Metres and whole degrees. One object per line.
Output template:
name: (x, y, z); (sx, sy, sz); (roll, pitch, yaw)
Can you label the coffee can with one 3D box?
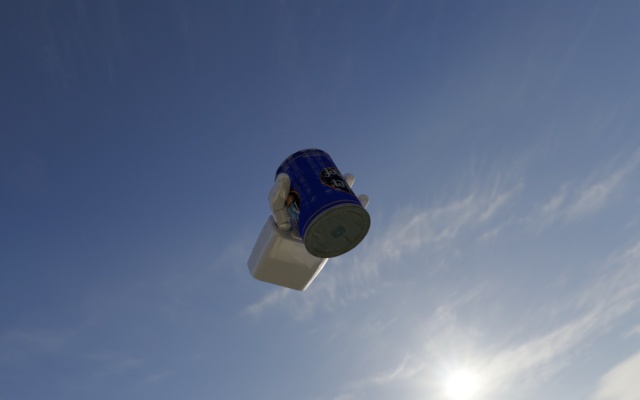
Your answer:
coffee can: (0.000, 0.002, 0.725); (0.103, 0.103, 0.140); (0, 40, -29)
